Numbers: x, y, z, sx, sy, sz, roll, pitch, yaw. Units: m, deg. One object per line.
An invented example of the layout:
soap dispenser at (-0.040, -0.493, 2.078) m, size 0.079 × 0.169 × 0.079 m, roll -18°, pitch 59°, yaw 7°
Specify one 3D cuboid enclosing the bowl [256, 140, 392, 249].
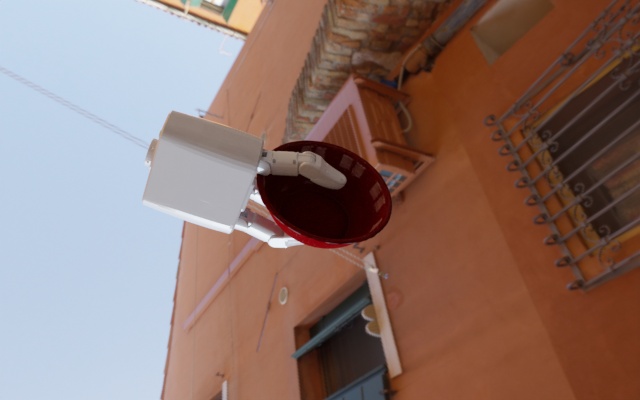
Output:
bowl at (0.001, 0.003, 0.566) m, size 0.162 × 0.162 × 0.055 m, roll 0°, pitch -42°, yaw -20°
